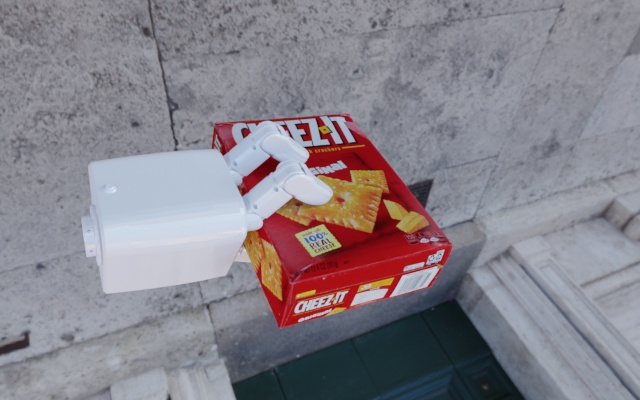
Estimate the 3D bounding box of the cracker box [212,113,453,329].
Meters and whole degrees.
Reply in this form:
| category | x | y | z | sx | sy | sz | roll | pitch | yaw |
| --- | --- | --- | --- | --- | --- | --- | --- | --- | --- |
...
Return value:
| category | x | y | z | sx | sy | sz | roll | pitch | yaw |
| --- | --- | --- | --- | --- | --- | --- | --- | --- | --- |
| cracker box | 0.000 | 0.002 | 0.470 | 0.164 | 0.072 | 0.213 | -9 | 47 | -27 |
